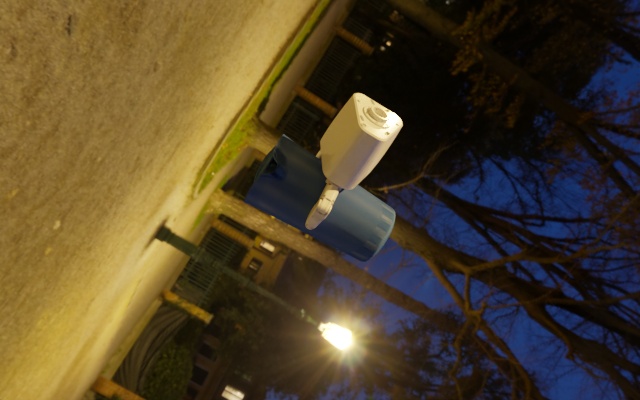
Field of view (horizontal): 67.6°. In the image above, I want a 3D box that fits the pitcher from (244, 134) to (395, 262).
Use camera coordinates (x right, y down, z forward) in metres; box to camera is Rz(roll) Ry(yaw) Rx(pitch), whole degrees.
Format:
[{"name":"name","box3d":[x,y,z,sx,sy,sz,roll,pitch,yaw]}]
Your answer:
[{"name":"pitcher","box3d":[0.000,0.003,0.829,0.243,0.145,0.149,31,37,-6]}]
